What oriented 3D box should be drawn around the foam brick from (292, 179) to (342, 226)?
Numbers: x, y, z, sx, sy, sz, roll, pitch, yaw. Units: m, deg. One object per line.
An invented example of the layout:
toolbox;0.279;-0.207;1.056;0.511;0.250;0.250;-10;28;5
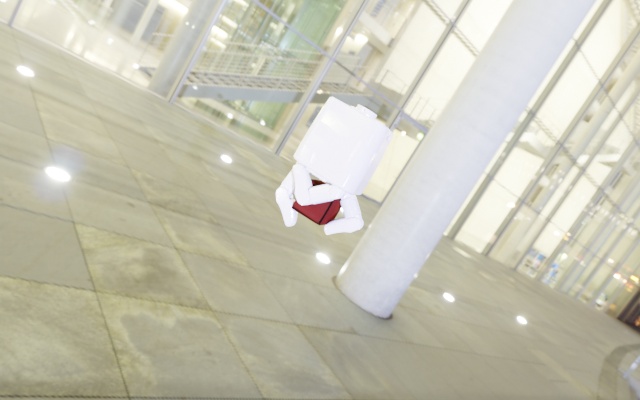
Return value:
foam brick;0.000;0.002;0.733;0.053;0.051;0.078;31;8;13
